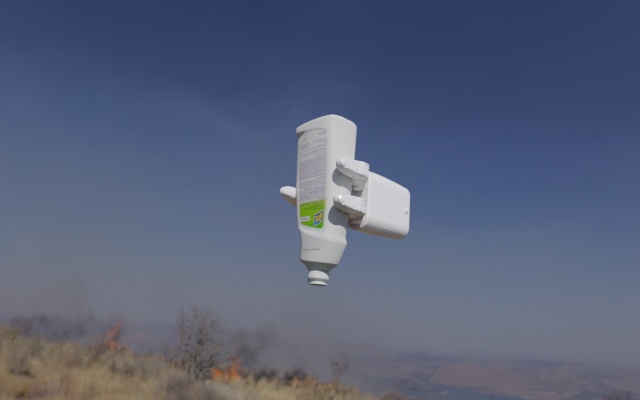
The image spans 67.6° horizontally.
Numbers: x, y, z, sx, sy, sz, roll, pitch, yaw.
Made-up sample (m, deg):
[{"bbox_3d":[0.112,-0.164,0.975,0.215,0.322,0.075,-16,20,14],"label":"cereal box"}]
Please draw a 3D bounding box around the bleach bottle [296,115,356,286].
[{"bbox_3d":[0.000,0.002,0.726,0.068,0.250,0.102,17,-19,-38],"label":"bleach bottle"}]
